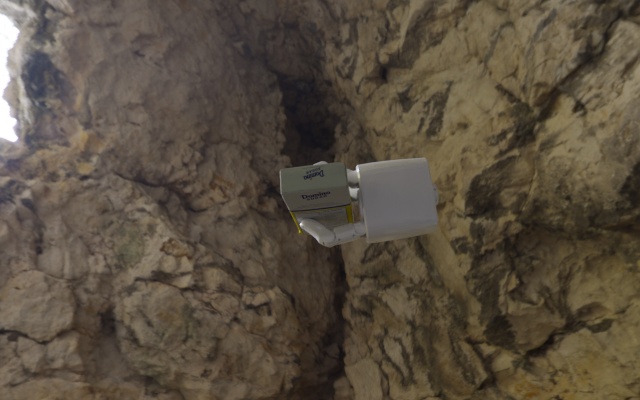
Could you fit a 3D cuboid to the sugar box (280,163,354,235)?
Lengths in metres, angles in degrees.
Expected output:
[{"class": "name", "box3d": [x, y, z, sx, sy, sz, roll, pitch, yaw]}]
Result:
[{"class": "sugar box", "box3d": [0.000, 0.002, 0.720, 0.093, 0.048, 0.176, -6, -25, 4]}]
